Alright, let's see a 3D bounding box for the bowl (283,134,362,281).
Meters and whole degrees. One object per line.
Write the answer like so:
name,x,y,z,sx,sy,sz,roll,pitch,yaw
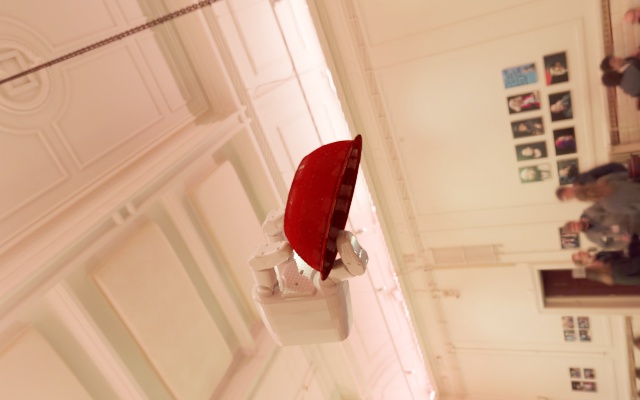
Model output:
bowl,0.000,0.000,0.517,0.055,0.162,0.162,15,2,8
